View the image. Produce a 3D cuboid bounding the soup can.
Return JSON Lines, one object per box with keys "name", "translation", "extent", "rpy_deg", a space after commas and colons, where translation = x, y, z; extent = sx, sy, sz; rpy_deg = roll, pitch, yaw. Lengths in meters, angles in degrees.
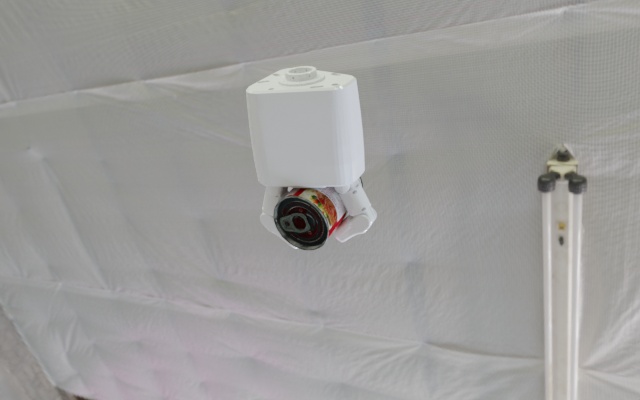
{"name": "soup can", "translation": [0.000, 0.002, 0.554], "extent": [0.068, 0.068, 0.102], "rpy_deg": [0, 28, 30]}
